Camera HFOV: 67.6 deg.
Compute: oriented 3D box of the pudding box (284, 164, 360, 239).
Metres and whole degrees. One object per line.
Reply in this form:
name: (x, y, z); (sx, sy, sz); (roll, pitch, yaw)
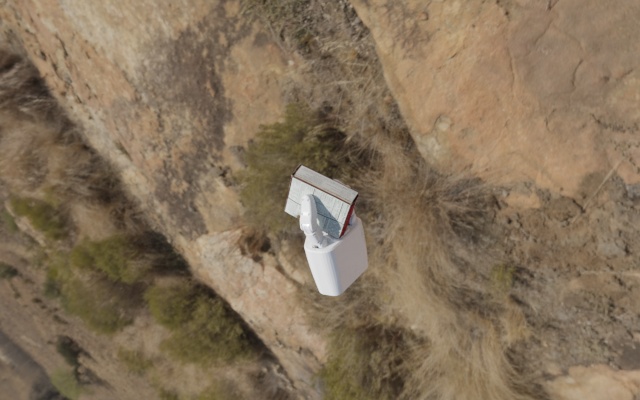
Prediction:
pudding box: (0.000, 0.003, 0.795); (0.113, 0.090, 0.039); (25, 45, 9)
